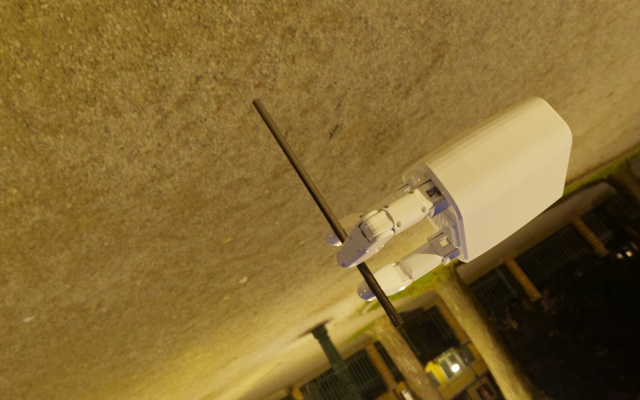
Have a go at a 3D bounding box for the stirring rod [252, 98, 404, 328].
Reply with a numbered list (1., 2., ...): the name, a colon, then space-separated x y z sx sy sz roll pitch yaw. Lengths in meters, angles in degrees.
1. stirring rod: 0.000 0.001 0.410 0.011 0.239 0.011 -28 -21 -12
